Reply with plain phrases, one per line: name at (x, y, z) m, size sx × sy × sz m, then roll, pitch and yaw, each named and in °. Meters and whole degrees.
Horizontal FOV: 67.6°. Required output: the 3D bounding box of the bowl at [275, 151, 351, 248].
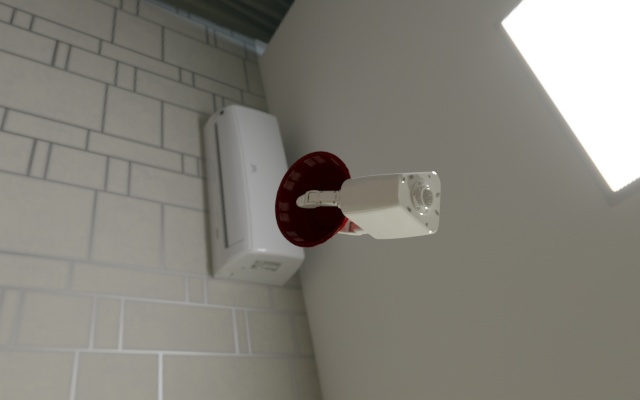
bowl at (-0.001, 0.002, 0.797) m, size 0.162 × 0.162 × 0.055 m, roll 0°, pitch -13°, yaw 39°
